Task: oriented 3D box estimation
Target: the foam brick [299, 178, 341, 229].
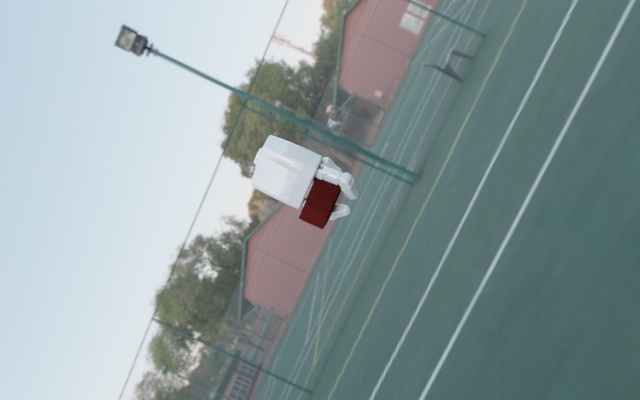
[{"bbox_3d":[0.000,0.003,0.878,0.051,0.078,0.053,24,-31,-2],"label":"foam brick"}]
